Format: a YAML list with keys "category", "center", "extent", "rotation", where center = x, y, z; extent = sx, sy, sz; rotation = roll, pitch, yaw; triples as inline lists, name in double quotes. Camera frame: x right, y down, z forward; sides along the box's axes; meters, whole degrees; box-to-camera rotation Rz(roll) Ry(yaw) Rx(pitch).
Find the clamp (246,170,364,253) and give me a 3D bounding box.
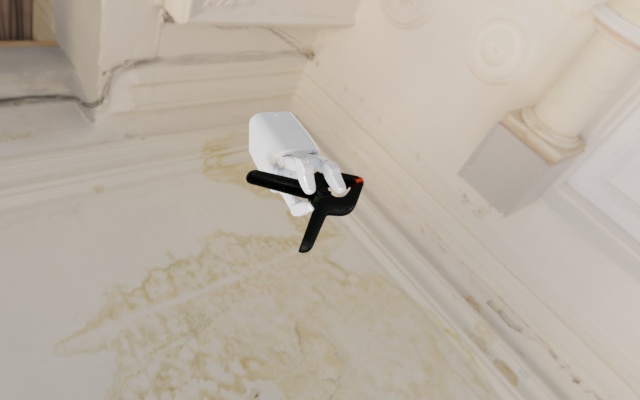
- category: "clamp"
  center: [0.000, 0.003, 0.791]
  extent: [0.210, 0.164, 0.036]
  rotation: [-11, -33, -37]
